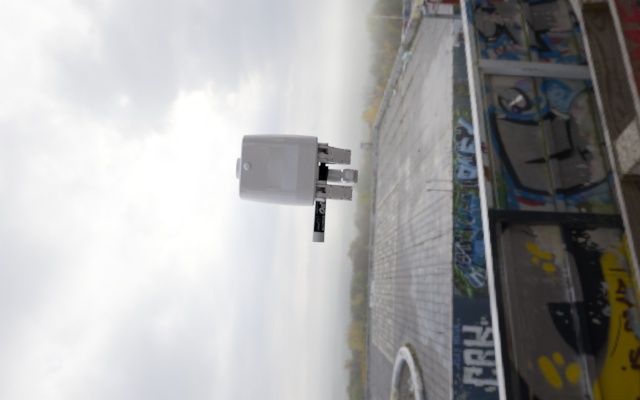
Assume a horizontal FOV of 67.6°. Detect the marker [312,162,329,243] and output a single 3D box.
[{"bbox_3d":[0.000,0.002,0.716,0.020,0.121,0.020,3,-2,0],"label":"marker"}]
